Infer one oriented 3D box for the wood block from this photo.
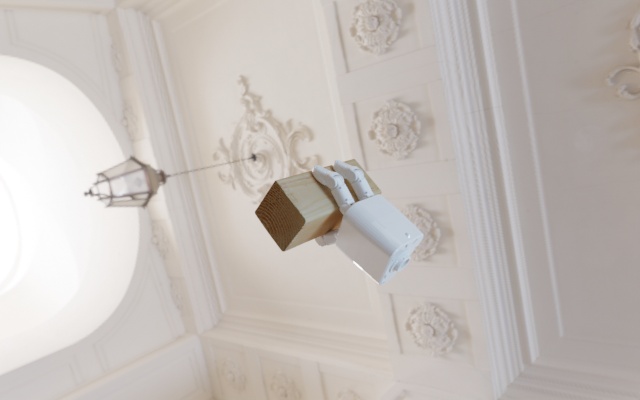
[{"bbox_3d":[0.000,0.003,0.845,0.206,0.090,0.091,-19,-26,-46],"label":"wood block"}]
